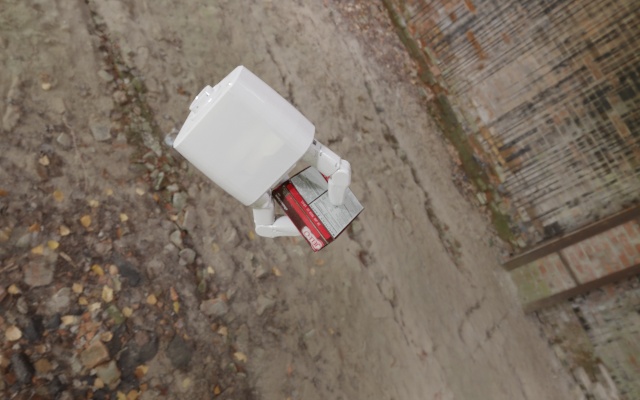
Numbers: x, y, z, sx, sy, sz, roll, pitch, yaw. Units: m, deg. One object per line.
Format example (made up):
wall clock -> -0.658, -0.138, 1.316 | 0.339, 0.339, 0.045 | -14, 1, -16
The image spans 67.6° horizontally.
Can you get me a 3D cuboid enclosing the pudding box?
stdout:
pudding box -> 0.000, 0.002, 0.594 | 0.039, 0.090, 0.113 | -35, 1, 32
